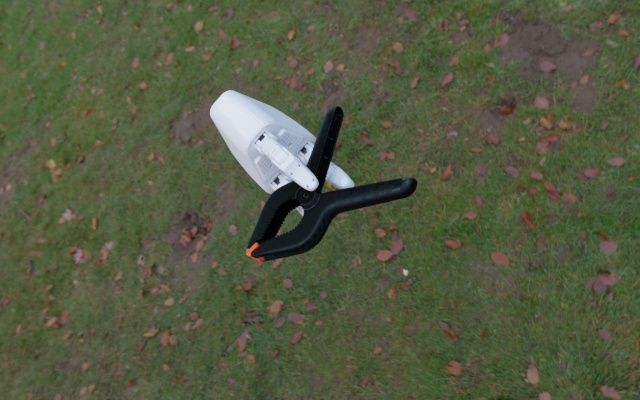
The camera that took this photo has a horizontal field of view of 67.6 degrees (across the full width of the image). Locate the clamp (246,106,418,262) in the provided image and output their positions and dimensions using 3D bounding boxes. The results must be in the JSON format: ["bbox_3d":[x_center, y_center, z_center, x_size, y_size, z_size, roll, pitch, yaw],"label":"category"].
[{"bbox_3d":[-0.001,0.002,0.560,0.164,0.210,0.036,43,2,38],"label":"clamp"}]
